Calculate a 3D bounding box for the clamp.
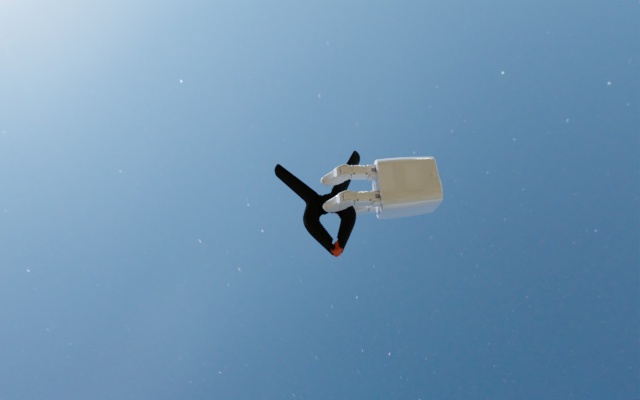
[{"bbox_3d":[0.000,0.004,0.867,0.164,0.209,0.036,-5,-30,0],"label":"clamp"}]
